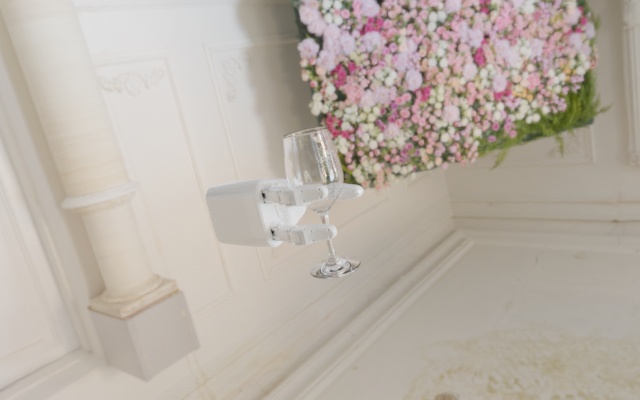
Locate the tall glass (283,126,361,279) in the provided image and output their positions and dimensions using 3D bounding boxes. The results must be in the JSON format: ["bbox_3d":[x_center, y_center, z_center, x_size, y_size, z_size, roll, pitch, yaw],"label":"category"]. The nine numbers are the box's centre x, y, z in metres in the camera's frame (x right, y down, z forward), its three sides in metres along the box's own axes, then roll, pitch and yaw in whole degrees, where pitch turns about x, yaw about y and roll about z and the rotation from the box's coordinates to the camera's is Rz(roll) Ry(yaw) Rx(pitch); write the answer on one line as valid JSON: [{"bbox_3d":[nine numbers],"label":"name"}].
[{"bbox_3d":[0.000,0.003,0.663,0.079,0.201,0.079,-12,14,3],"label":"tall glass"}]
